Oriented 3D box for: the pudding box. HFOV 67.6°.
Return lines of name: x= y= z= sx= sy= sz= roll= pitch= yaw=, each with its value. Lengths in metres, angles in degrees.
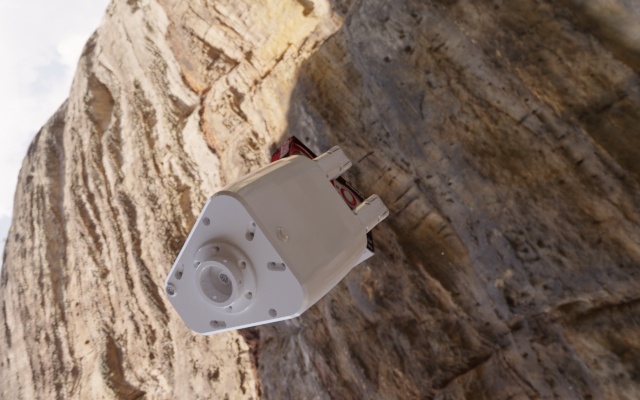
pudding box: x=0.000 y=0.002 z=0.458 sx=0.039 sy=0.113 sz=0.090 roll=-37 pitch=26 yaw=24
